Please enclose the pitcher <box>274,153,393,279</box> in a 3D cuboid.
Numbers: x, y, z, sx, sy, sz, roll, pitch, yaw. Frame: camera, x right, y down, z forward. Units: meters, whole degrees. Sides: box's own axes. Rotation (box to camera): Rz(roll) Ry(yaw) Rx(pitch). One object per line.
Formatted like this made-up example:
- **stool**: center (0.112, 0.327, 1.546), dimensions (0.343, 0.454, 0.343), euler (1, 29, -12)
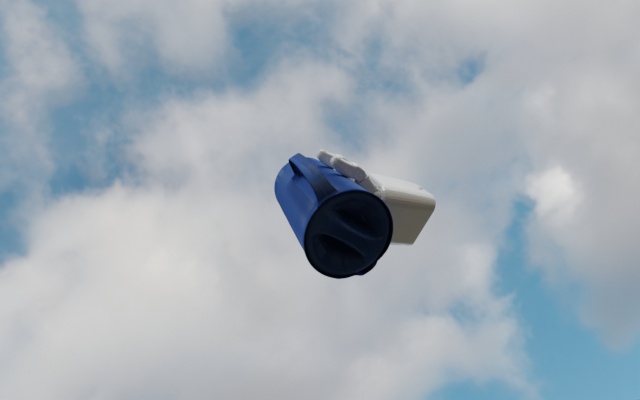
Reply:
- **pitcher**: center (0.000, 0.003, 0.753), dimensions (0.145, 0.149, 0.242), euler (9, 16, -23)
